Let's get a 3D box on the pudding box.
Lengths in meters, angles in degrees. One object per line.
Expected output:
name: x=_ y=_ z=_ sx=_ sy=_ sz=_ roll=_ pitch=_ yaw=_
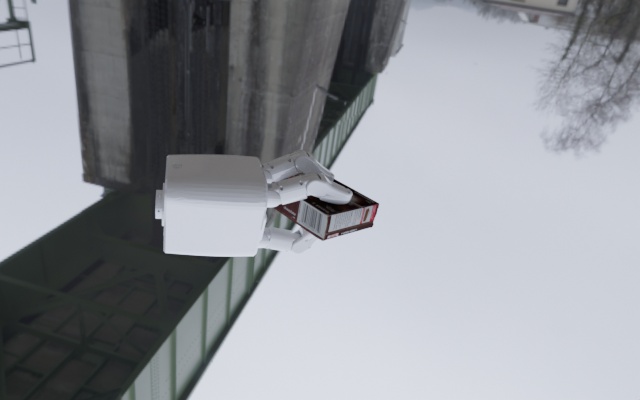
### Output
pudding box: x=0.000 y=0.002 z=0.588 sx=0.090 sy=0.039 sz=0.113 roll=-12 pitch=35 yaw=-43
